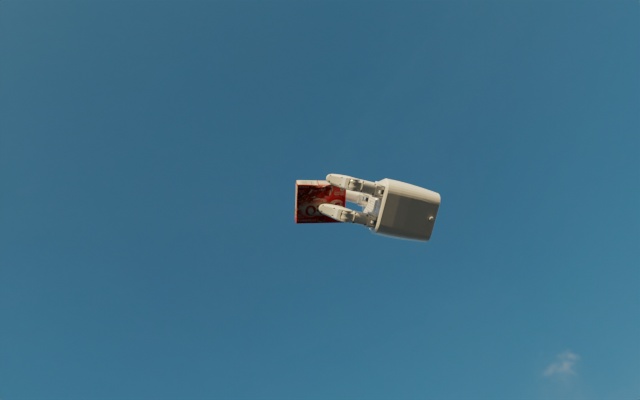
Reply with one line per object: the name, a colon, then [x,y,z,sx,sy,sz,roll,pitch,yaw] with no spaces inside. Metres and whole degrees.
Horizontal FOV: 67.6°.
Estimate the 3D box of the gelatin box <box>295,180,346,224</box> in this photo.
gelatin box: [0.000,0.003,0.850,0.089,0.073,0.030,0,19,-8]
